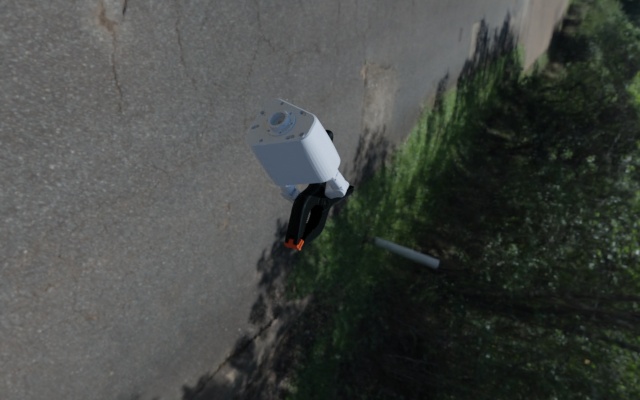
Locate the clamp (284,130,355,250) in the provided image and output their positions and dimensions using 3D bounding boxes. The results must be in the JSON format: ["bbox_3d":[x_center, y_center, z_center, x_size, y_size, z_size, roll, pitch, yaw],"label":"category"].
[{"bbox_3d":[0.001,0.003,0.855,0.036,0.210,0.165,10,-27,31],"label":"clamp"}]
